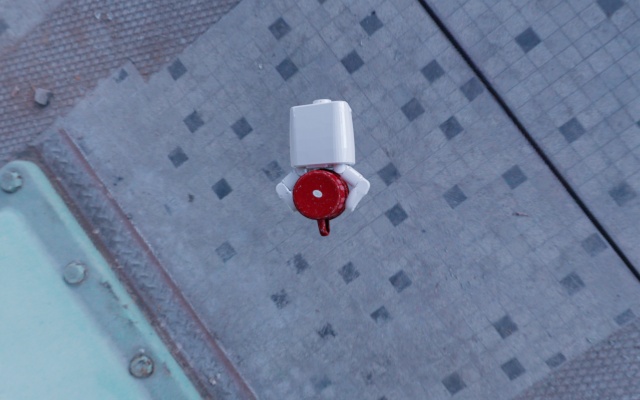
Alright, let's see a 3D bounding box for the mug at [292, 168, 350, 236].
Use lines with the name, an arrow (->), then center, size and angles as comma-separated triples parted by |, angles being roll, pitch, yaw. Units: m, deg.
mug -> 0.000, 0.004, 0.806 | 0.093, 0.117, 0.081 | -4, 1, 9
